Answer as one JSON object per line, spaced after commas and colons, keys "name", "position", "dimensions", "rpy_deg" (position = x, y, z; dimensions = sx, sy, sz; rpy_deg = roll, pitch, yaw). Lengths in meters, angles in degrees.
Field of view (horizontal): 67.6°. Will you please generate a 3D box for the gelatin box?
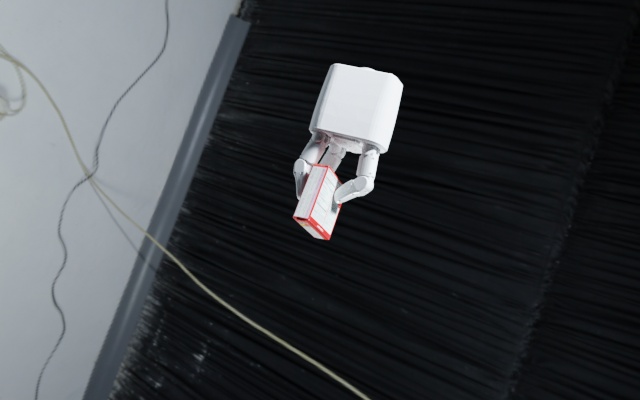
{"name": "gelatin box", "position": [0.000, 0.003, 0.693], "dimensions": [0.030, 0.089, 0.073], "rpy_deg": [8, -22, 29]}
